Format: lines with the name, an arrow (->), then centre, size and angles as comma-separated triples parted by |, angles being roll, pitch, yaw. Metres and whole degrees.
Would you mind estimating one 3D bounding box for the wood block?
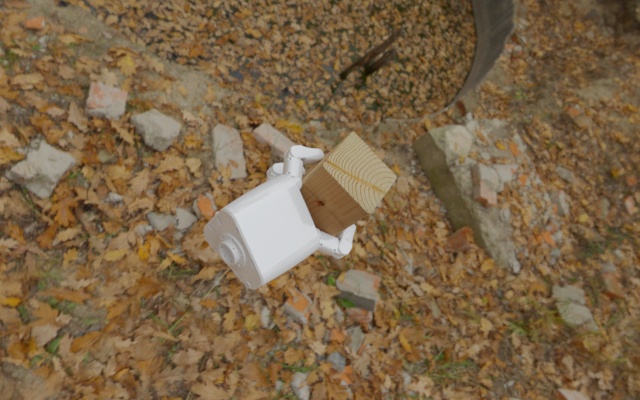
wood block -> 0.000, 0.003, 0.702 | 0.206, 0.091, 0.090 | -37, 10, 49
